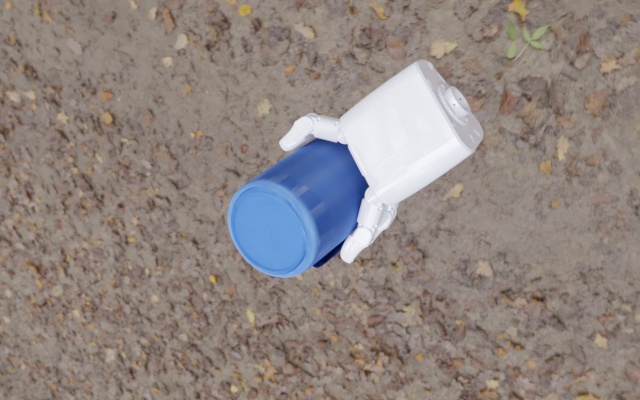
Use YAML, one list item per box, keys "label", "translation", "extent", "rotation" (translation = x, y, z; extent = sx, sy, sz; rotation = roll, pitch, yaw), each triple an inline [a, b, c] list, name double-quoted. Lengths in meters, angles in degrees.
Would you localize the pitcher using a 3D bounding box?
- label: "pitcher"
  translation: [0.000, 0.002, 0.579]
  extent: [0.145, 0.149, 0.242]
  rotation: [-33, 3, 34]
